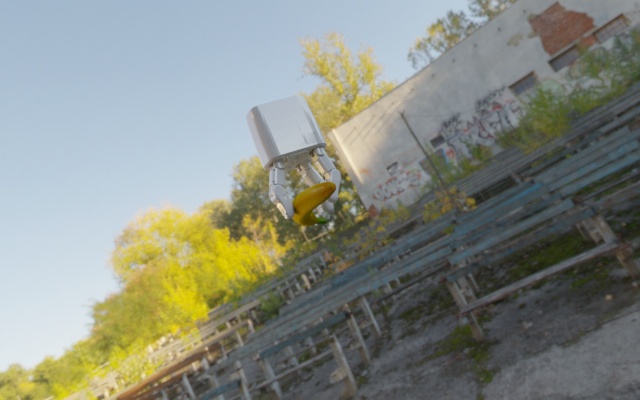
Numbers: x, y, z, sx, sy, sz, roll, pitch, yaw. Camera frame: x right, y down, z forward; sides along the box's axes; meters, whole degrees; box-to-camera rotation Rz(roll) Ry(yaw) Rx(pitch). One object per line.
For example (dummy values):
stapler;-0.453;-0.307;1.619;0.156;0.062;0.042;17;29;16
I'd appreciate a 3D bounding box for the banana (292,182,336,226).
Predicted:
banana;-0.018;0.009;0.815;0.069;0.037;0.198;-16;-15;-9
